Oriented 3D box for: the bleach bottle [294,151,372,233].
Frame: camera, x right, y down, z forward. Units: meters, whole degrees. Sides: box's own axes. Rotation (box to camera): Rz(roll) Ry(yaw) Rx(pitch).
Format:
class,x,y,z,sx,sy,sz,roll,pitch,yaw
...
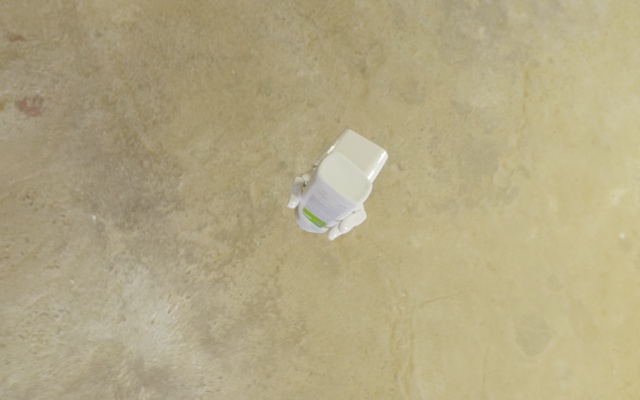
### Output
class,x,y,z,sx,sy,sz,roll,pitch,yaw
bleach bottle,0.000,0.003,0.896,0.102,0.068,0.251,40,-27,-4
